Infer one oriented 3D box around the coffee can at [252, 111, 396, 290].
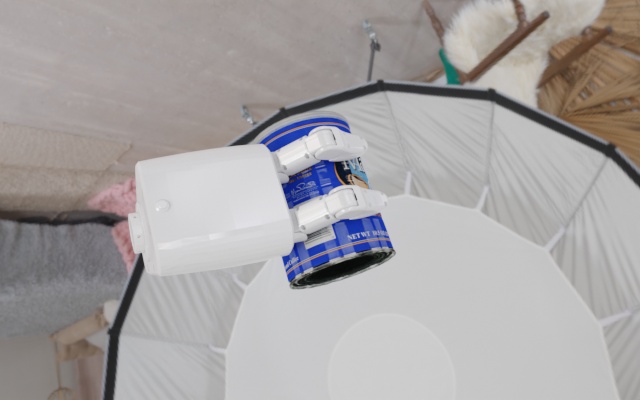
[{"bbox_3d":[0.000,0.001,0.457,0.103,0.140,0.103,-17,-18,-5],"label":"coffee can"}]
